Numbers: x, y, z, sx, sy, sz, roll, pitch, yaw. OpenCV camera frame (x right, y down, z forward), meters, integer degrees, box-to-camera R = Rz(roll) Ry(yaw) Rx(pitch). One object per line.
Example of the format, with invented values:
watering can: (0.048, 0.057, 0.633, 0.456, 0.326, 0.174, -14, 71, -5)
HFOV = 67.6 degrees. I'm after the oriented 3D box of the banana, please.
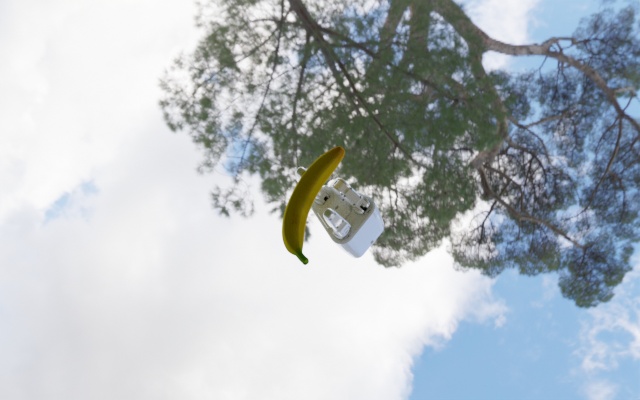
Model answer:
banana: (-0.018, 0.003, 0.737, 0.069, 0.197, 0.037, 9, -19, 24)
